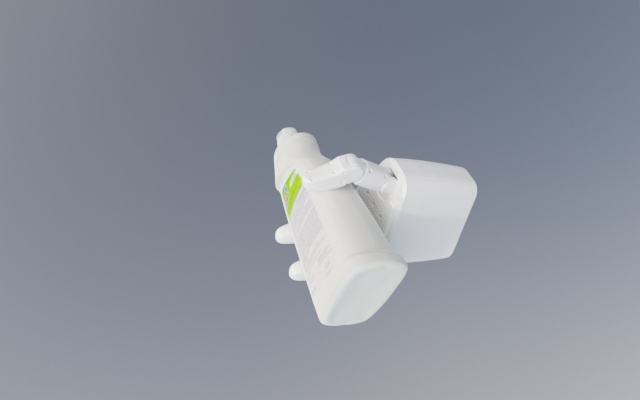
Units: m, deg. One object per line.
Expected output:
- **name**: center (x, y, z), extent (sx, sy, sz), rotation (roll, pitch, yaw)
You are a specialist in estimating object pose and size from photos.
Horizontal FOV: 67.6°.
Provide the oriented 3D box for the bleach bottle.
- **bleach bottle**: center (0.000, 0.002, 0.515), extent (0.068, 0.103, 0.250), rotation (3, 43, -28)
